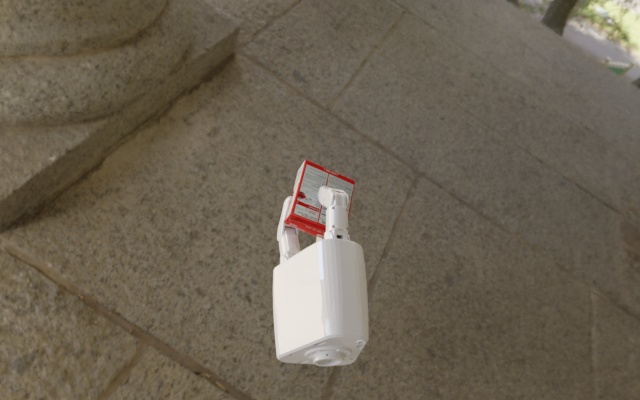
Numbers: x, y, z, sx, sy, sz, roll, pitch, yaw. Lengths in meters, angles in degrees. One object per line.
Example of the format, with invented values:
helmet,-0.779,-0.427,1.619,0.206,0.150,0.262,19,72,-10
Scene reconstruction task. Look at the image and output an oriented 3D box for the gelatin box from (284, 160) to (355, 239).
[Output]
gelatin box,0.000,0.001,0.602,0.073,0.089,0.030,22,-35,-13
